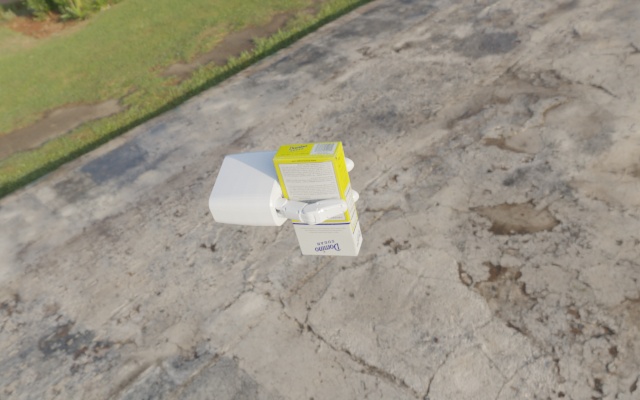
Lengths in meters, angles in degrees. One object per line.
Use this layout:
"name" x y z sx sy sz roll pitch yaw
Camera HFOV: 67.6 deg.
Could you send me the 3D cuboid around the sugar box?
"sugar box" 0.000 0.002 0.696 0.093 0.176 0.048 0 39 19
